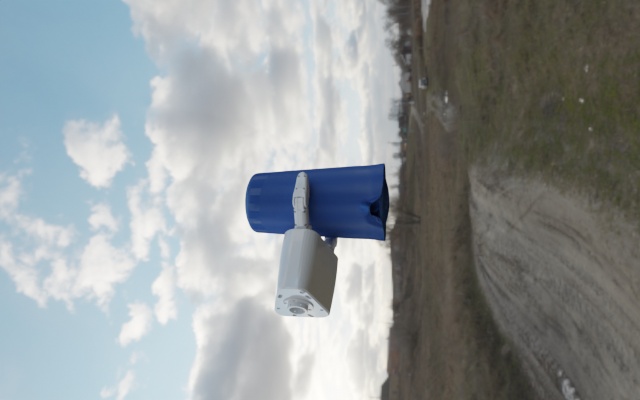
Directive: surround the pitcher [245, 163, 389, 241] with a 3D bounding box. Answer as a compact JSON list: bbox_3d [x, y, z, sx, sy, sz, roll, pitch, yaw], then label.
[{"bbox_3d":[0.000,0.003,0.847,0.243,0.145,0.149,0,-36,10],"label":"pitcher"}]
